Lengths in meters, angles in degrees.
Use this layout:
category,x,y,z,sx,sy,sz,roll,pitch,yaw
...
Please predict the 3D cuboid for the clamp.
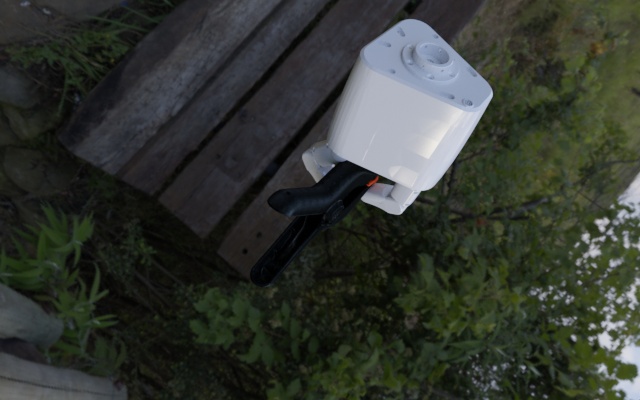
category,x,y,z,sx,sy,sz,roll,pitch,yaw
clamp,0.001,0.002,0.456,0.171,0.039,0.120,-43,-14,-33
